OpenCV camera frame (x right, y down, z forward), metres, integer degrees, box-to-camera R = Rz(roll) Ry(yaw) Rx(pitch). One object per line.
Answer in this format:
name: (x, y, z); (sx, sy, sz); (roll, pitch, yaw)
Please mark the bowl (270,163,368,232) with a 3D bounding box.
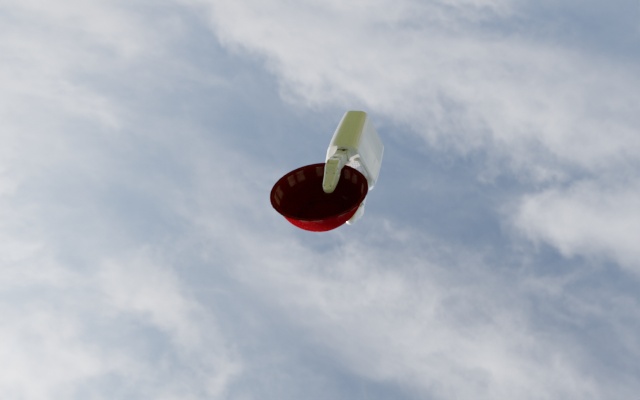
bowl: (-0.001, 0.004, 0.790); (0.162, 0.055, 0.162); (-6, 36, 4)
